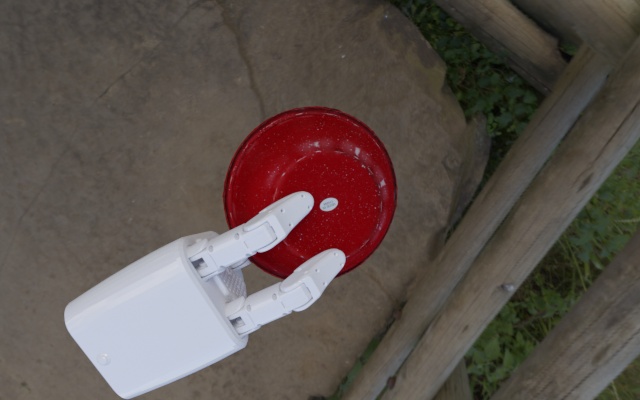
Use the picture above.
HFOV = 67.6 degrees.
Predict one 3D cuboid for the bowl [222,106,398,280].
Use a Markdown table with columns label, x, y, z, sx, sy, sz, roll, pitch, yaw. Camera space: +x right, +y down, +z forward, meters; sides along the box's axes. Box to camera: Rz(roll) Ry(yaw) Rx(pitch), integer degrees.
| label | x | y | z | sx | sy | sz | roll | pitch | yaw |
| --- | --- | --- | --- | --- | --- | --- | --- | --- | --- |
| bowl | 0.001 | 0.000 | 0.408 | 0.162 | 0.162 | 0.055 | 0 | 10 | -14 |
